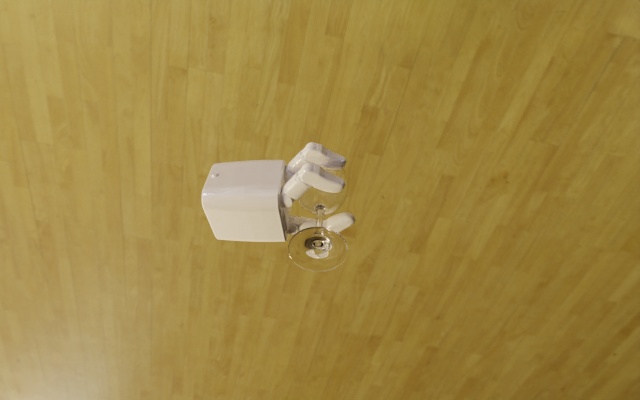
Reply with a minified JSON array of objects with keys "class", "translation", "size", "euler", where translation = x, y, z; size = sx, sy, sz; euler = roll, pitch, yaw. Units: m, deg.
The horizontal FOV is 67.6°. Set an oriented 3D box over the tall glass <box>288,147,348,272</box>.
[{"class":"tall glass","translation":[0.000,0.003,0.667],"size":[0.079,0.079,0.201],"euler":[0,37,3]}]
